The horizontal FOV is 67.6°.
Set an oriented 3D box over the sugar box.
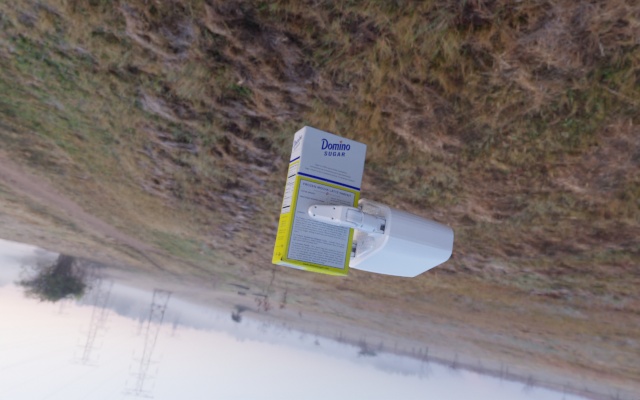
[{"bbox_3d":[0.000,0.002,0.617,0.093,0.176,0.048,15,-15,-22],"label":"sugar box"}]
